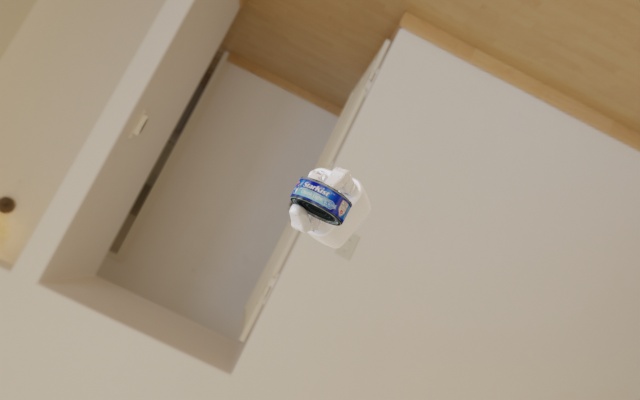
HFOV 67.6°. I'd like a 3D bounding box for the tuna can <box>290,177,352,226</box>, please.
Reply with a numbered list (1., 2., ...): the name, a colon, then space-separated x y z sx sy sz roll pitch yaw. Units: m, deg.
1. tuna can: 0.000 0.003 0.682 0.086 0.033 0.086 27 -13 6
